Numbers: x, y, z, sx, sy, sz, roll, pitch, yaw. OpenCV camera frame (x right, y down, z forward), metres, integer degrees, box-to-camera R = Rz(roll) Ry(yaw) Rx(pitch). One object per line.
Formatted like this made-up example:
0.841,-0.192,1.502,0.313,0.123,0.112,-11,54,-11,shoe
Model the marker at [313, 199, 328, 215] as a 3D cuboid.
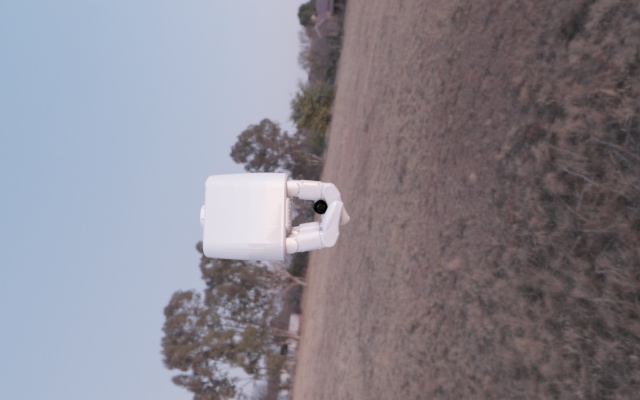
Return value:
0.000,0.002,0.662,0.020,0.020,0.121,0,7,0,marker
